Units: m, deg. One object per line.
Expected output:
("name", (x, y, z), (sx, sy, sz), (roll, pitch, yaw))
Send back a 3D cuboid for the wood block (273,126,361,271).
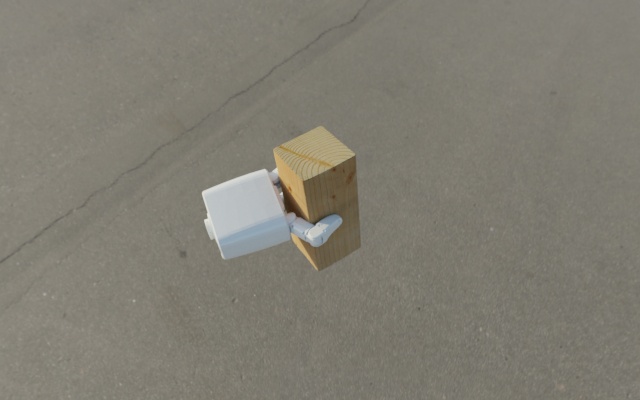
("wood block", (0.000, 0.003, 0.753), (0.090, 0.206, 0.090), (-28, 49, -19))
